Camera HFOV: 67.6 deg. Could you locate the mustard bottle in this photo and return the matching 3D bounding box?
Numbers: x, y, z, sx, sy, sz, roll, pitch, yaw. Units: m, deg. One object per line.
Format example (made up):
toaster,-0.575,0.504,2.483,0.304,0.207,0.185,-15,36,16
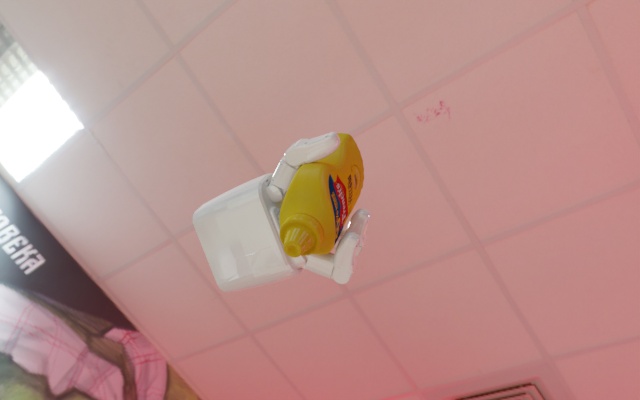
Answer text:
mustard bottle,0.000,0.002,0.512,0.058,0.096,0.191,4,28,16
